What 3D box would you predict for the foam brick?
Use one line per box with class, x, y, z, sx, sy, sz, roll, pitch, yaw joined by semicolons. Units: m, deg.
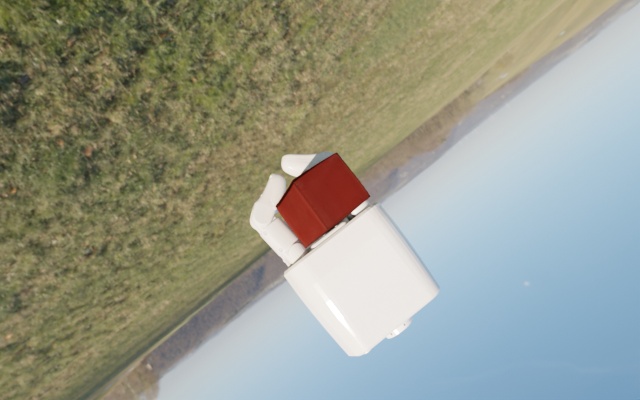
foam brick;0.000;0.001;0.439;0.053;0.051;0.078;-35;-5;-23
